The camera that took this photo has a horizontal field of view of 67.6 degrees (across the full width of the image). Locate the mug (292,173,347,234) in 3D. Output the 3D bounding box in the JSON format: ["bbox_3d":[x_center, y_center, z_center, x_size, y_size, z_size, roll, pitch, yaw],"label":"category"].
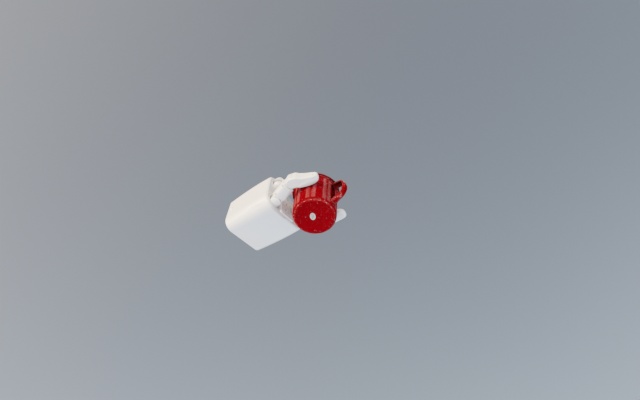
[{"bbox_3d":[0.001,0.002,0.891,0.117,0.093,0.081,-29,28,19],"label":"mug"}]
